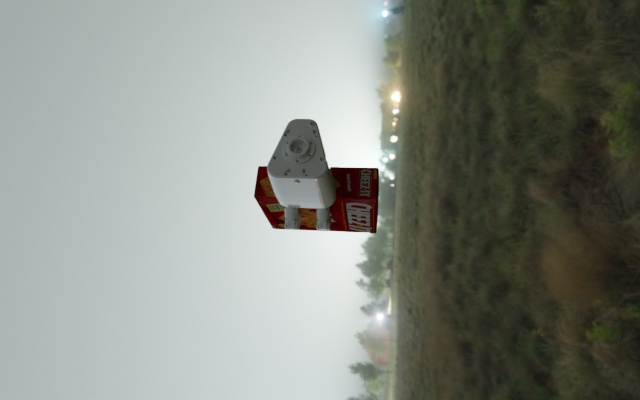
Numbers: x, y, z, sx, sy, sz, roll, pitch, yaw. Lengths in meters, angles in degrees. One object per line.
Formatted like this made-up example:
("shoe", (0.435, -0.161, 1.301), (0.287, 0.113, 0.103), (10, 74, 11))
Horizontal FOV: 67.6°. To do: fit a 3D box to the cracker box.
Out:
("cracker box", (0.000, 0.003, 0.888), (0.213, 0.072, 0.164), (2, -24, 7))
